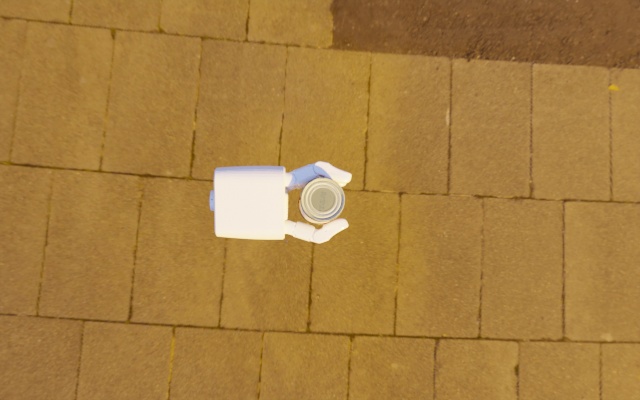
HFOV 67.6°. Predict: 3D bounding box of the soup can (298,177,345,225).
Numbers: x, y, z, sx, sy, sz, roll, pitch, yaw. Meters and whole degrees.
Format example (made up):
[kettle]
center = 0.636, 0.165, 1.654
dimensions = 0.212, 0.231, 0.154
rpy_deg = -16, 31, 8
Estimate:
[soup can]
center = 0.001, 0.003, 0.741
dimensions = 0.068, 0.068, 0.102
rpy_deg = 0, -5, -4
